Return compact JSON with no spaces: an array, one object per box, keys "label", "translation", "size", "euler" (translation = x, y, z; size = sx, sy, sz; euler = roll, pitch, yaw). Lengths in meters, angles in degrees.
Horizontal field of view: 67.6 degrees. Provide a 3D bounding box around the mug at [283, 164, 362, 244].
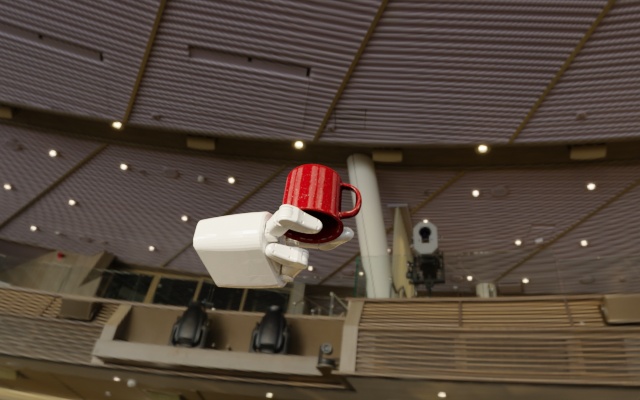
[{"label":"mug","translation":[0.001,0.002,0.671],"size":[0.117,0.081,0.093],"euler":[-5,-36,16]}]
